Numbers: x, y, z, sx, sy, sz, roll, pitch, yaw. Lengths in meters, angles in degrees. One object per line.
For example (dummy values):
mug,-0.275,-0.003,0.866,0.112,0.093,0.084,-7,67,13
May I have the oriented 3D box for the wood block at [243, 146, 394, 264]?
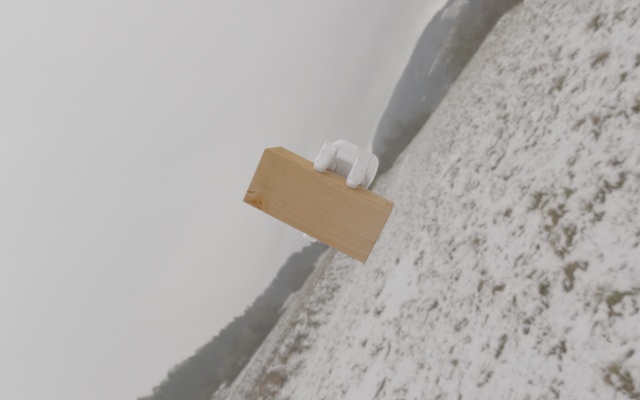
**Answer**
wood block,0.000,0.003,0.740,0.206,0.091,0.090,27,13,6
